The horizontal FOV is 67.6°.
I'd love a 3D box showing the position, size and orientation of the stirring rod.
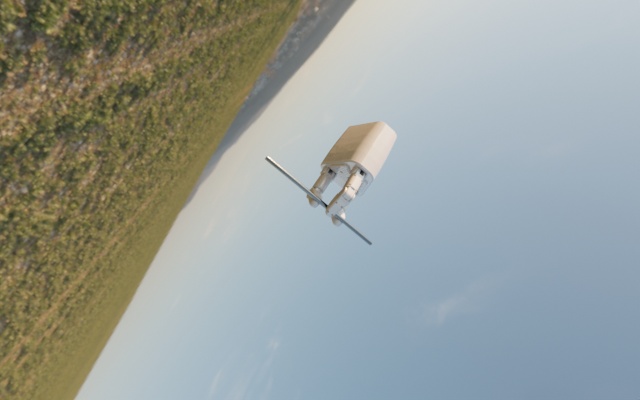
[{"bbox_3d":[0.000,0.003,0.821,0.239,0.011,0.011,39,-11,-14],"label":"stirring rod"}]
